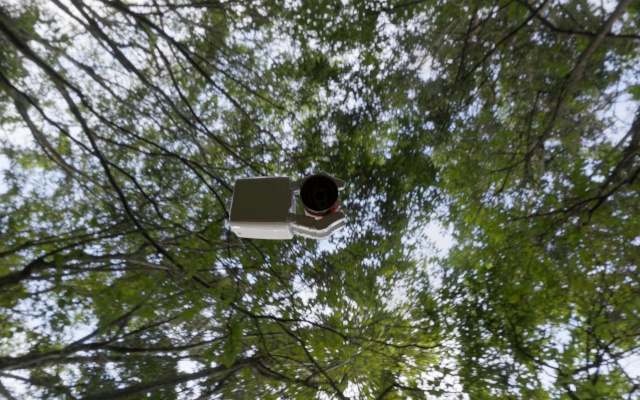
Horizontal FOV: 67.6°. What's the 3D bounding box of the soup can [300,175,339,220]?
[{"bbox_3d":[0.001,0.003,0.878,0.068,0.068,0.102,0,-19,3],"label":"soup can"}]
